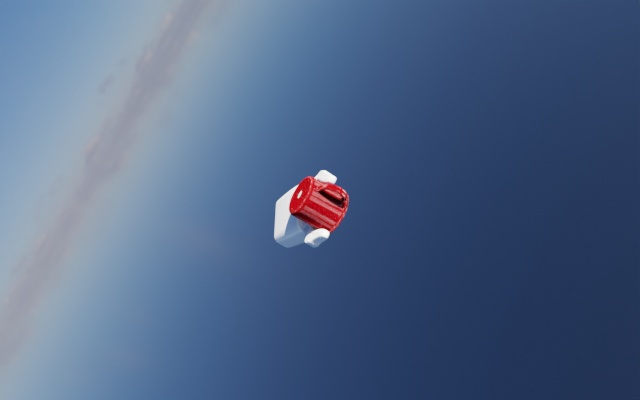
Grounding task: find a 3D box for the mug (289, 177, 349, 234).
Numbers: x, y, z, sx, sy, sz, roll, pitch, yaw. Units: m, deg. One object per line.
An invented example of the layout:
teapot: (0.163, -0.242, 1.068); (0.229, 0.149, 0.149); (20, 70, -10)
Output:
mug: (0.001, 0.002, 0.894); (0.081, 0.093, 0.117); (29, -35, -22)
